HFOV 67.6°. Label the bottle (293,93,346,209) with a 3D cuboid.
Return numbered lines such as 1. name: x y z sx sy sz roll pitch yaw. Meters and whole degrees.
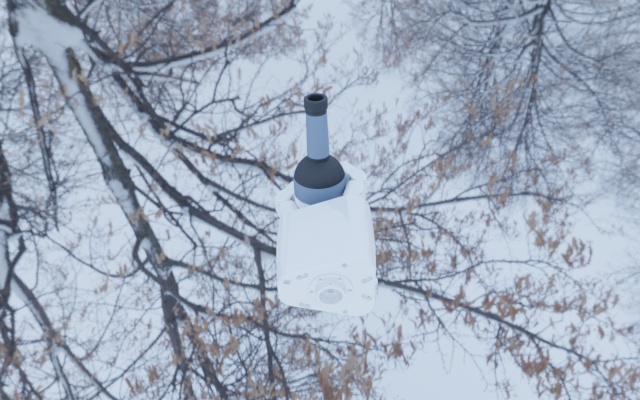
1. bottle: 0.000 0.002 0.627 0.069 0.296 0.069 -2 36 1
